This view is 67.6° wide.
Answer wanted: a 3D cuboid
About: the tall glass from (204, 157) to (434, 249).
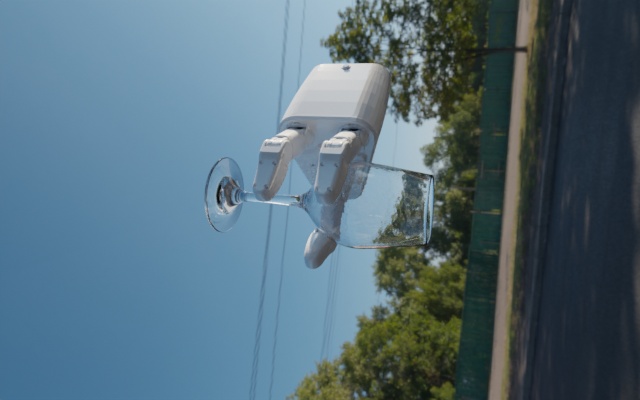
[{"bbox_3d":[-0.001,0.002,0.440,0.201,0.079,0.079,5,1,18],"label":"tall glass"}]
